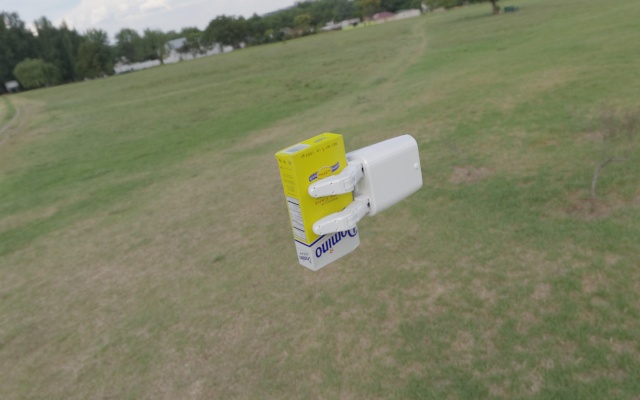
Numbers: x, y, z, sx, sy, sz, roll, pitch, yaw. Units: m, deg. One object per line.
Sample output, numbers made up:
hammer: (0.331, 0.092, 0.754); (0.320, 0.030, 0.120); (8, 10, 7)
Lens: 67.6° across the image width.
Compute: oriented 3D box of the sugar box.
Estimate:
sugar box: (0.001, 0.002, 0.679); (0.093, 0.176, 0.048); (-26, 24, -31)
